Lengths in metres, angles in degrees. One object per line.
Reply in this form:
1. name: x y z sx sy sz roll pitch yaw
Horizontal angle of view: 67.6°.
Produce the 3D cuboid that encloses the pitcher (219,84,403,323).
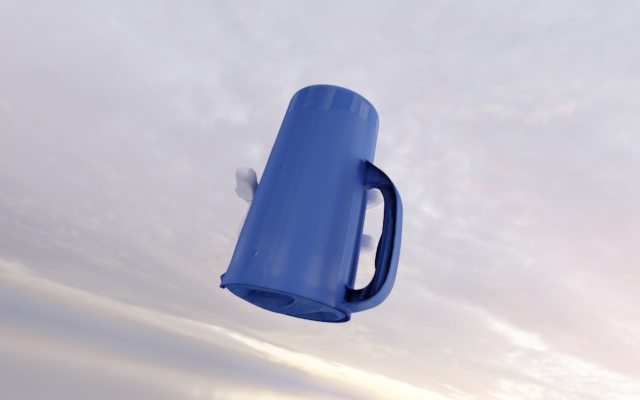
1. pitcher: 0.000 0.002 0.510 0.149 0.242 0.145 19 -22 -12
